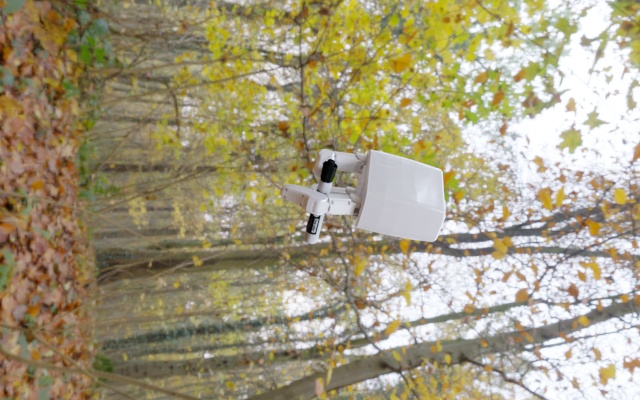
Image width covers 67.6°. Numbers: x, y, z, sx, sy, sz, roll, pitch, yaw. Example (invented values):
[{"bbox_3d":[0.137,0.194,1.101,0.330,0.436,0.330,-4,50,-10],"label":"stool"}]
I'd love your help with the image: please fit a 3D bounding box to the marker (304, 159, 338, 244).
[{"bbox_3d":[0.000,0.002,0.608,0.020,0.121,0.020,11,30,-7],"label":"marker"}]
